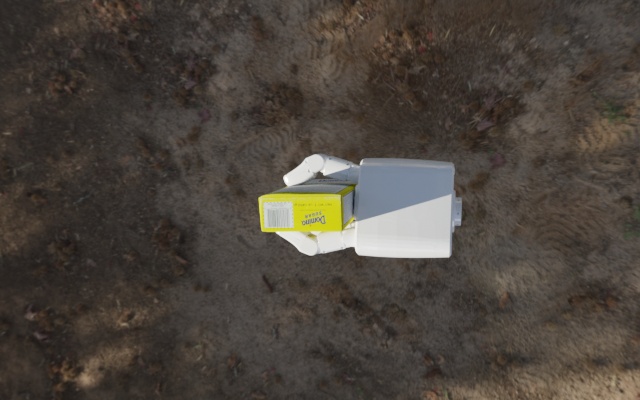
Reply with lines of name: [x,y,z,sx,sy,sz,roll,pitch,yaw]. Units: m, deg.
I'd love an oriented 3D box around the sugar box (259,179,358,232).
sugar box: [0.000,0.002,0.584,0.093,0.048,0.176,0,6,15]
